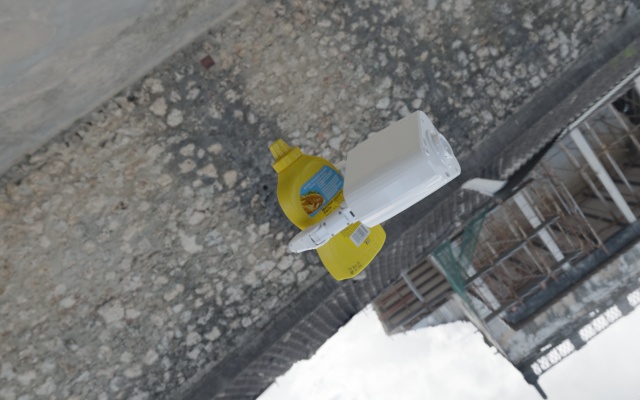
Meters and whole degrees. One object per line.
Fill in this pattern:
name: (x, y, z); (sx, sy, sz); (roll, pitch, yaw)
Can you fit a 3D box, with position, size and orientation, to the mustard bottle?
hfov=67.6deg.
mustard bottle: (0.000, 0.002, 0.613); (0.096, 0.191, 0.058); (-45, 12, -36)
